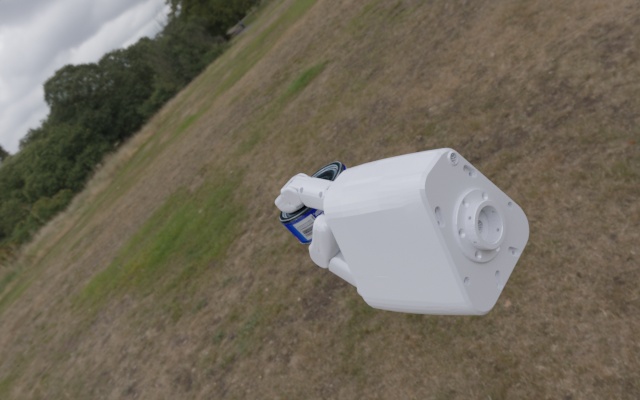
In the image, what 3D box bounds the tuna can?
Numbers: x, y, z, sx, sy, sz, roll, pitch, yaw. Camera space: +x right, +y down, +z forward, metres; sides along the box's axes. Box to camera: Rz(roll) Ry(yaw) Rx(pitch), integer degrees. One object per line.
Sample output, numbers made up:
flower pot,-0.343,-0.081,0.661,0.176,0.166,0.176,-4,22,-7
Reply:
tuna can,0.000,0.001,0.474,0.034,0.086,0.086,46,-17,-17
